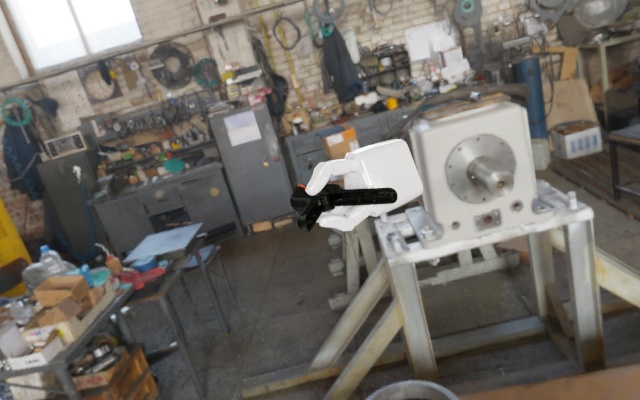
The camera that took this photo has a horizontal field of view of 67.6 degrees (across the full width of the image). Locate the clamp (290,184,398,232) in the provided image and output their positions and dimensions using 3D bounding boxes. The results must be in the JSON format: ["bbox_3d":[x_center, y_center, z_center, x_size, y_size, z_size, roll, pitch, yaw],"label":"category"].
[{"bbox_3d":[0.000,0.002,0.778,0.164,0.036,0.210,-18,16,-28],"label":"clamp"}]
